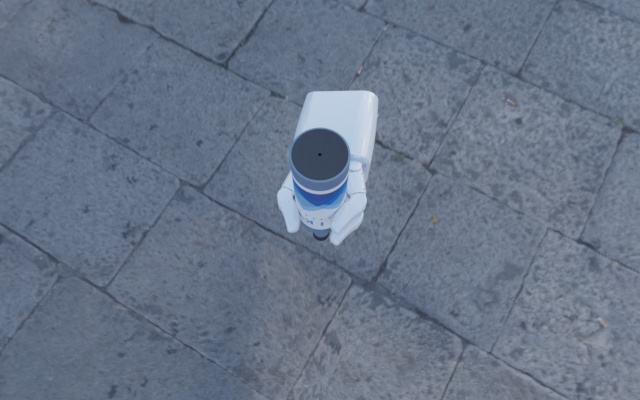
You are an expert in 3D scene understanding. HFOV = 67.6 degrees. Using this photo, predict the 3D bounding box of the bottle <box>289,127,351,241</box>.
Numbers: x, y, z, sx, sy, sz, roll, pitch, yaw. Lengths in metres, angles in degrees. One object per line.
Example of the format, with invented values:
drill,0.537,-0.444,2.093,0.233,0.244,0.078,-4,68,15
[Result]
bottle,0.000,0.002,0.650,0.069,0.069,0.296,0,-21,0
